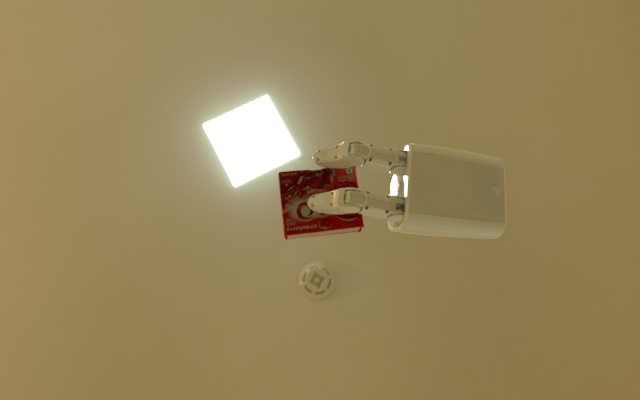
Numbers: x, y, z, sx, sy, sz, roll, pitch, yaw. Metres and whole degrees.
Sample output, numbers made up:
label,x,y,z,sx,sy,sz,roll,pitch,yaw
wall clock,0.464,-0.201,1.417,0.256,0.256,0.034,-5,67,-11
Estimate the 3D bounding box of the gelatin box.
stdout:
label,x,y,z,sx,sy,sz,roll,pitch,yaw
gelatin box,0.000,0.002,0.535,0.089,0.073,0.030,-6,-14,-5
